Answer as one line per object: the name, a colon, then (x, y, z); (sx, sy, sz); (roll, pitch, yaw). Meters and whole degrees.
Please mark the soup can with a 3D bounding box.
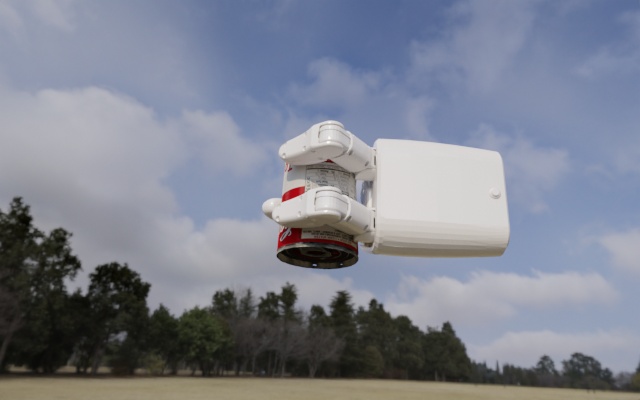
soup can: (0.000, 0.001, 0.412); (0.068, 0.102, 0.068); (3, -22, 1)
